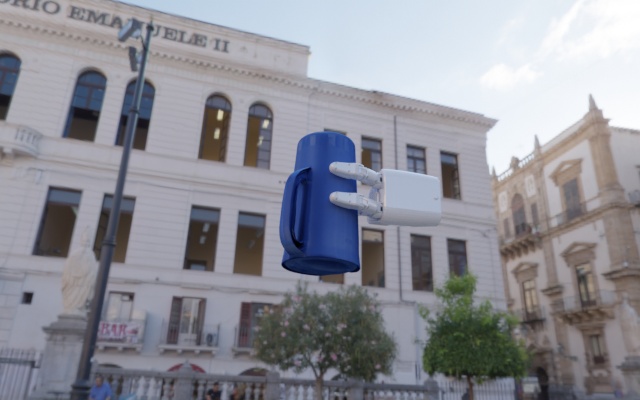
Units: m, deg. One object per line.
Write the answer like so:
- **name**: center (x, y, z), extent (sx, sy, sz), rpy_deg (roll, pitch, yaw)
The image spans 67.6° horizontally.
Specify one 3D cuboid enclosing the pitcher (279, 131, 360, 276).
- **pitcher**: center (0.000, 0.003, 0.832), extent (0.145, 0.242, 0.149), rpy_deg (6, -21, -8)
